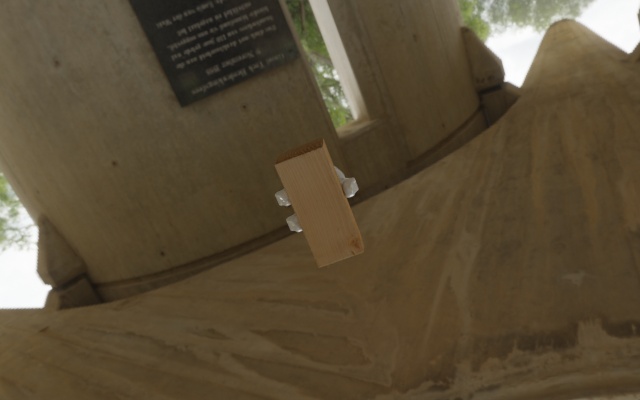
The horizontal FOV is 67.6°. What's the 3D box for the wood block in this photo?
[{"bbox_3d":[0.000,0.003,0.870,0.091,0.206,0.090,-21,17,7],"label":"wood block"}]
